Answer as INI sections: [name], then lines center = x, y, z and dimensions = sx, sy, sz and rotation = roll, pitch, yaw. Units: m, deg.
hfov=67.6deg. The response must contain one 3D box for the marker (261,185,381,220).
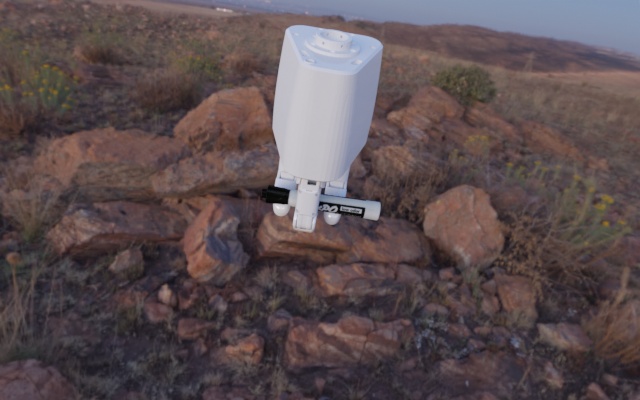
[marker]
center = 0.000, 0.002, 0.486
dimensions = 0.121, 0.020, 0.020
rotation = 9, 0, -1
